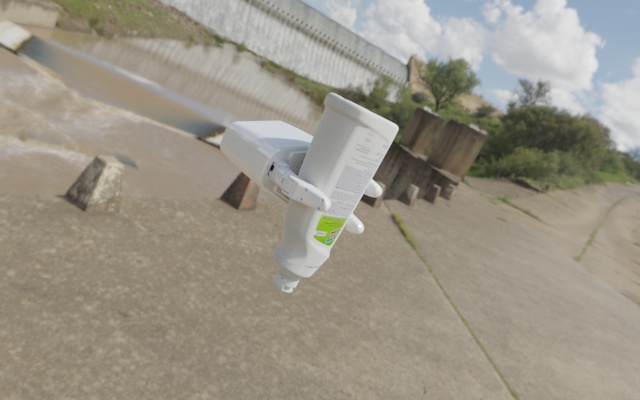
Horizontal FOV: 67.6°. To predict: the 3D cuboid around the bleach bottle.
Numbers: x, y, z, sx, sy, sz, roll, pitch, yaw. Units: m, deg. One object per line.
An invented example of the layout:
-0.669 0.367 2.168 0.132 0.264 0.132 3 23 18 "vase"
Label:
0.000 0.002 0.593 0.068 0.251 0.102 36 15 38 "bleach bottle"
